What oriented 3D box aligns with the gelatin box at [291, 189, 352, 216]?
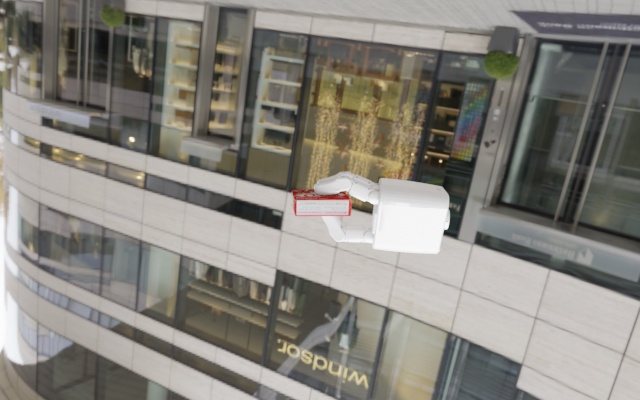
[{"bbox_3d":[0.000,0.003,0.759,0.089,0.030,0.073,-1,13,-7],"label":"gelatin box"}]
